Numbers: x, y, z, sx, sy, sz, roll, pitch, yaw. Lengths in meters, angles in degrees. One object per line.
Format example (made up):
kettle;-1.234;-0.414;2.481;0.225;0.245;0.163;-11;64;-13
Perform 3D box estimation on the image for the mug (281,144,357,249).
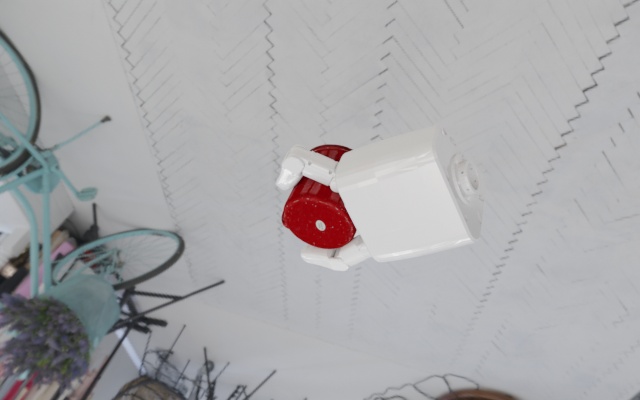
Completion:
mug;-0.001;0.002;0.536;0.117;0.093;0.081;-17;34;37
